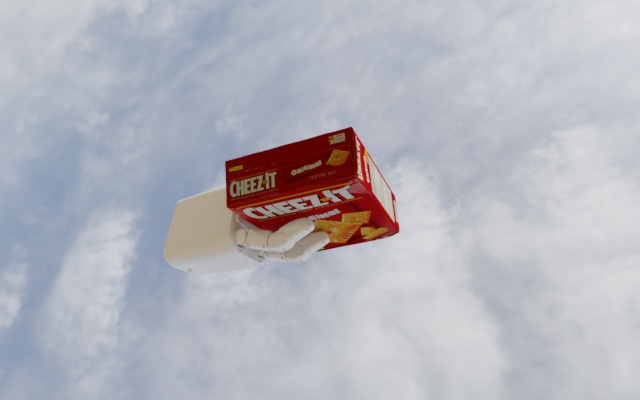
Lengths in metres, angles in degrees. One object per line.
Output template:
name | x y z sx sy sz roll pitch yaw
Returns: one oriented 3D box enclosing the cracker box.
cracker box | 0.000 0.002 0.627 0.164 0.072 0.214 -13 -25 17
